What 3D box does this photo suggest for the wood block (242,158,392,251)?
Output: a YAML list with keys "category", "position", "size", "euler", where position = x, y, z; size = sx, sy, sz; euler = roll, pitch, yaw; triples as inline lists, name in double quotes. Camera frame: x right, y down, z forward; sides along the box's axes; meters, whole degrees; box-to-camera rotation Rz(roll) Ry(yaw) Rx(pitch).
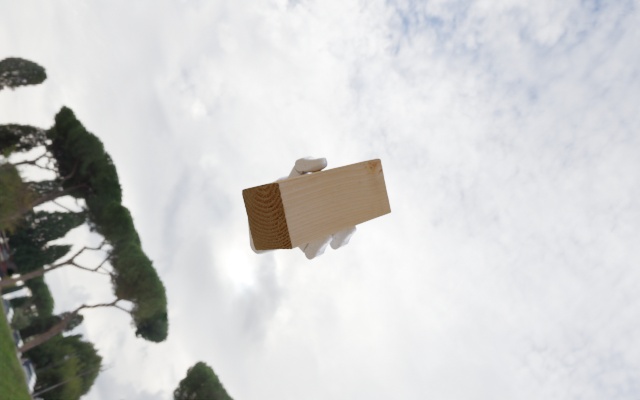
- category: "wood block"
  position: [0.000, 0.002, 0.708]
  size: [0.206, 0.091, 0.090]
  euler: [-17, 6, -42]
